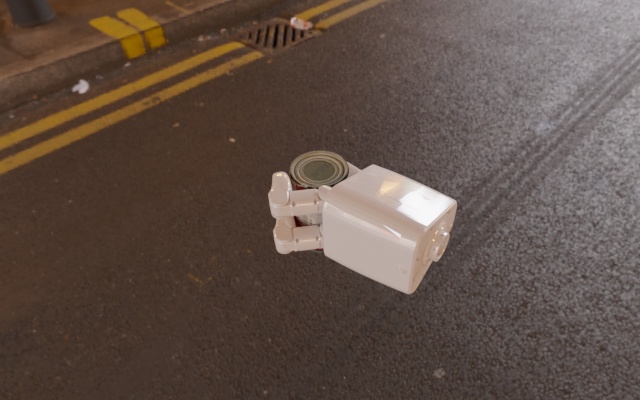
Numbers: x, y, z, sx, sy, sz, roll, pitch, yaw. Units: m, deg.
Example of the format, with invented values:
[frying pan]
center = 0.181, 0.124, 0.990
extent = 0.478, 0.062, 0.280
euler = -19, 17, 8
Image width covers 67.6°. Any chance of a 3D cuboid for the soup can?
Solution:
[soup can]
center = 0.000, 0.001, 0.558
extent = 0.068, 0.102, 0.068
euler = -1, 43, 1
